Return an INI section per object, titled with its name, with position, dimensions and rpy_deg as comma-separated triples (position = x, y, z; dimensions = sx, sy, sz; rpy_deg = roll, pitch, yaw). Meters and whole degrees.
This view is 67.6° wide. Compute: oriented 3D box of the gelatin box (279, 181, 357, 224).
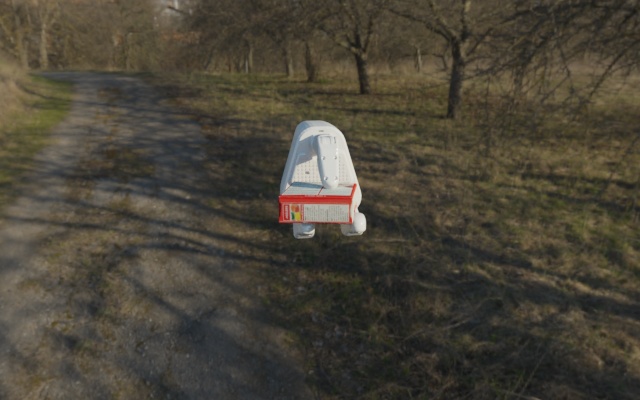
[gelatin box]
position = 0.000, 0.001, 0.501
dimensions = 0.073, 0.030, 0.089
rpy_deg = 1, 11, 7
